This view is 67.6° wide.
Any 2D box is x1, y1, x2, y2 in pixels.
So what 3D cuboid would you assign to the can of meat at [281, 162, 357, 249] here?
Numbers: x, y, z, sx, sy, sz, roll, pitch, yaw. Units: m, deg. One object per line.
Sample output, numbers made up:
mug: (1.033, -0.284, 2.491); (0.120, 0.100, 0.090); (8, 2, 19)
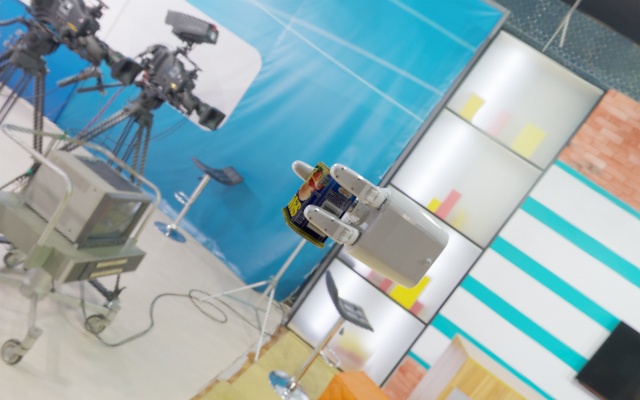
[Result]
can of meat: (0.000, 0.002, 0.601); (0.057, 0.084, 0.102); (35, 5, -14)
